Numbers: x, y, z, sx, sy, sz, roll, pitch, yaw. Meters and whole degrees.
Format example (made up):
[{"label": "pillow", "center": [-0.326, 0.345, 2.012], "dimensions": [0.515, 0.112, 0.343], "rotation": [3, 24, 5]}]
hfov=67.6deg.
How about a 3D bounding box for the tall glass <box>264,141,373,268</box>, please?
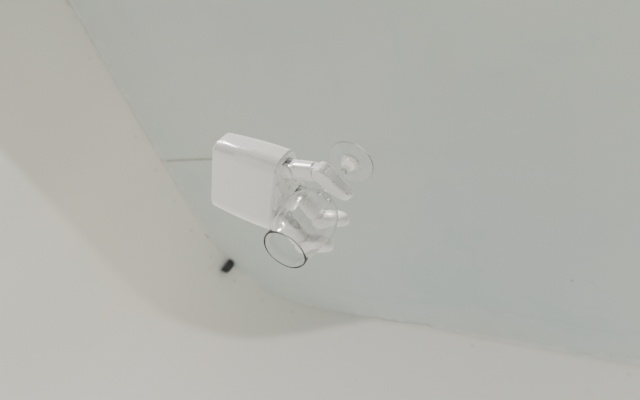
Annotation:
[{"label": "tall glass", "center": [0.001, 0.002, 0.660], "dimensions": [0.079, 0.079, 0.201], "rotation": [0, 38, 35]}]
